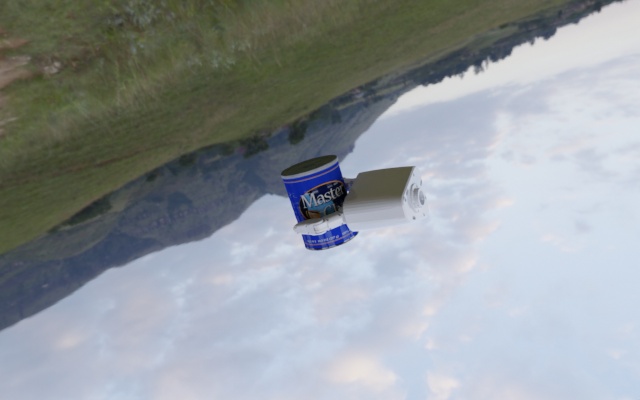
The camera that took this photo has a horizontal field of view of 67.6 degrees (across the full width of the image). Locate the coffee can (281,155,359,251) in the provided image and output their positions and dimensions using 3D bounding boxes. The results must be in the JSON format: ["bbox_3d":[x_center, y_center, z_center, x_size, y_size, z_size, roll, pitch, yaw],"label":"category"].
[{"bbox_3d":[0.000,0.003,0.838,0.103,0.140,0.102,-16,15,4],"label":"coffee can"}]
